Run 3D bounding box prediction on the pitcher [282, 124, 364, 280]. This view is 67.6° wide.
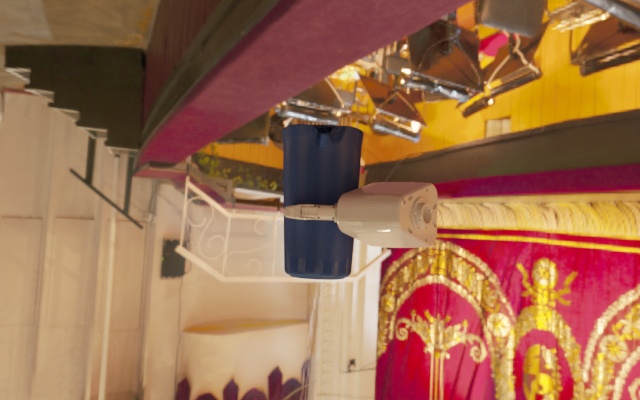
[{"bbox_3d":[0.000,0.003,0.785,0.145,0.243,0.149,-1,-5,42],"label":"pitcher"}]
